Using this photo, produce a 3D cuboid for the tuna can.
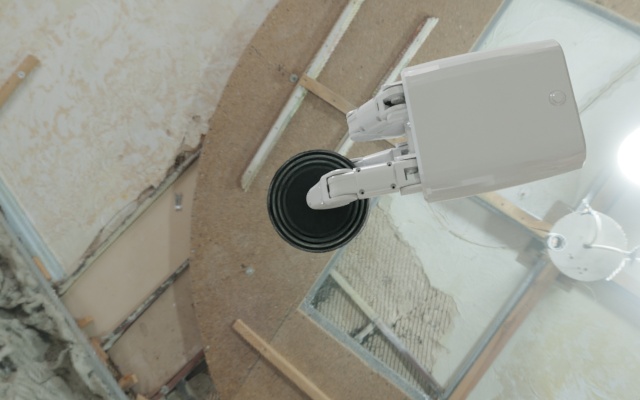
[{"bbox_3d":[0.000,0.001,0.407,0.086,0.086,0.034,0,-4,10],"label":"tuna can"}]
